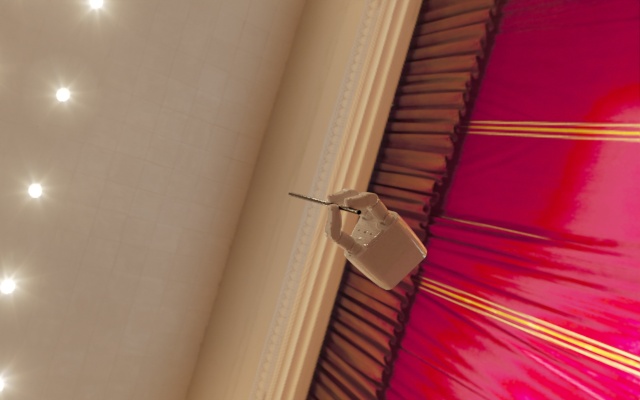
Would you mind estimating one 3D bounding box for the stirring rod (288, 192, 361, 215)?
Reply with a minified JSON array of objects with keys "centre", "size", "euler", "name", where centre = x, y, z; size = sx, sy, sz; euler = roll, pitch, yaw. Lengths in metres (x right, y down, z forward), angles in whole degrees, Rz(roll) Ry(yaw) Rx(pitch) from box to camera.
[{"centre":[0.000,0.003,0.852],"size":[0.011,0.011,0.239],"euler":[0,8,-31],"name":"stirring rod"}]
